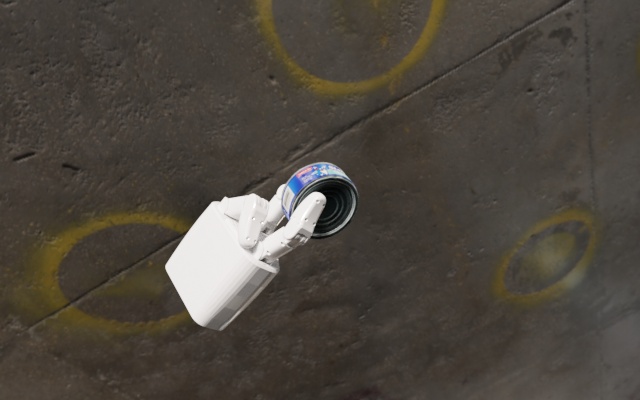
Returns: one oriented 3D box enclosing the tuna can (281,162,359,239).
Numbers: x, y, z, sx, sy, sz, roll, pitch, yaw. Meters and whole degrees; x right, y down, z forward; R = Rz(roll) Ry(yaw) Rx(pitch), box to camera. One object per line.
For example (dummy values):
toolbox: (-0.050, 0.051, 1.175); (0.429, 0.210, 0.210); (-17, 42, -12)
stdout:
tuna can: (0.000, 0.002, 0.547); (0.086, 0.086, 0.033); (0, 30, -26)
